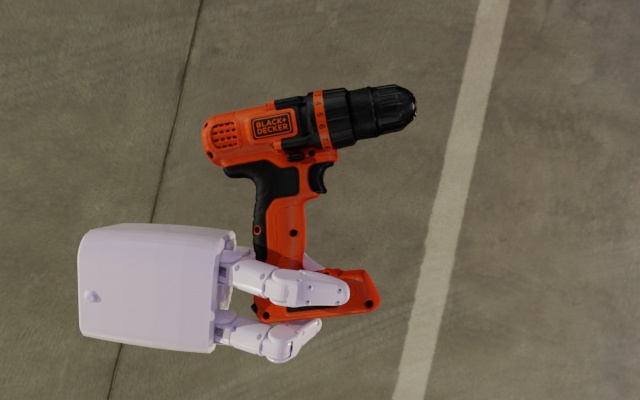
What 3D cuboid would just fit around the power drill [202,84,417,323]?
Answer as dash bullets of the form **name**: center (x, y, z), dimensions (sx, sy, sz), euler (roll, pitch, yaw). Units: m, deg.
- **power drill**: center (0.000, 0.002, 0.406), dimensions (0.184, 0.187, 0.057), euler (-9, -3, 9)
